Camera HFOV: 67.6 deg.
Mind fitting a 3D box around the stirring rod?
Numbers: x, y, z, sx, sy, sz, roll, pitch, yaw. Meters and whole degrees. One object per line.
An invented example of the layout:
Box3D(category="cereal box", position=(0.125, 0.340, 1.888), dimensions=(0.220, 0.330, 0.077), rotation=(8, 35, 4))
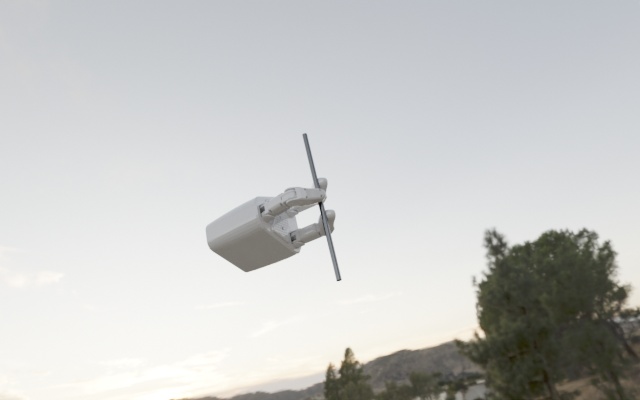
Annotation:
Box3D(category="stirring rod", position=(0.000, 0.002, 0.695), dimensions=(0.011, 0.239, 0.011), rotation=(-11, -26, -5))
